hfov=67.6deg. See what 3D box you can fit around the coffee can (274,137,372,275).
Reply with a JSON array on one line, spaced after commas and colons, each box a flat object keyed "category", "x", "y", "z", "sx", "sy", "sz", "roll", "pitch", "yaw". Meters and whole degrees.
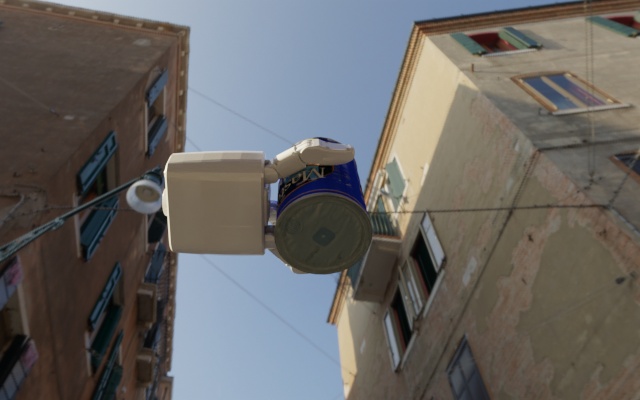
[{"category": "coffee can", "x": 0.000, "y": 0.002, "z": 0.555, "sx": 0.103, "sy": 0.103, "sz": 0.140, "roll": 0, "pitch": 32, "yaw": -3}]
